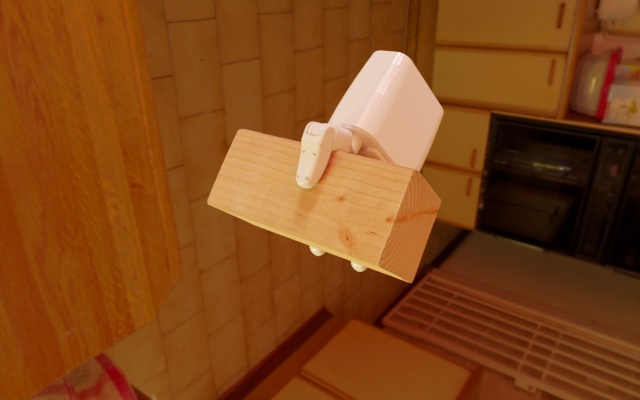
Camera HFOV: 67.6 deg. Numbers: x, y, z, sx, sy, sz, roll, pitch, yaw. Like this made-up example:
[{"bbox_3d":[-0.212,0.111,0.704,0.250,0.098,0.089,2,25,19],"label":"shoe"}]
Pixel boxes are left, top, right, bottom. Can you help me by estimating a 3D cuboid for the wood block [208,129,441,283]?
[{"bbox_3d":[0.000,0.001,0.482,0.206,0.090,0.091,17,-10,32],"label":"wood block"}]
